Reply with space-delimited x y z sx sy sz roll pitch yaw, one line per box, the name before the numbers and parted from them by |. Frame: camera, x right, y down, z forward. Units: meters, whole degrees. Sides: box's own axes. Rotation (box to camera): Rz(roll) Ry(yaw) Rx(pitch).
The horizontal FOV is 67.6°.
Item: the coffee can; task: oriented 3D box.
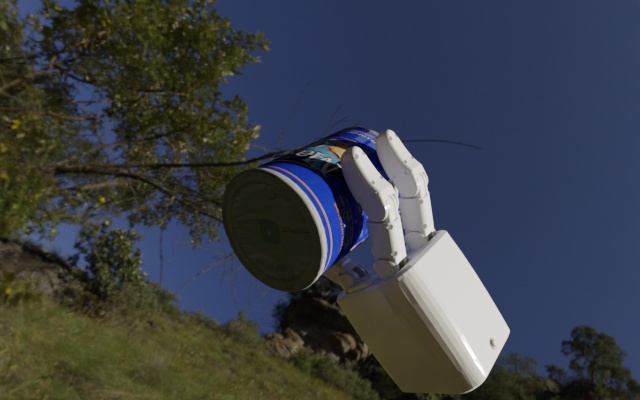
coffee can | 0.000 0.001 0.419 0.103 0.103 0.140 0 20 38
